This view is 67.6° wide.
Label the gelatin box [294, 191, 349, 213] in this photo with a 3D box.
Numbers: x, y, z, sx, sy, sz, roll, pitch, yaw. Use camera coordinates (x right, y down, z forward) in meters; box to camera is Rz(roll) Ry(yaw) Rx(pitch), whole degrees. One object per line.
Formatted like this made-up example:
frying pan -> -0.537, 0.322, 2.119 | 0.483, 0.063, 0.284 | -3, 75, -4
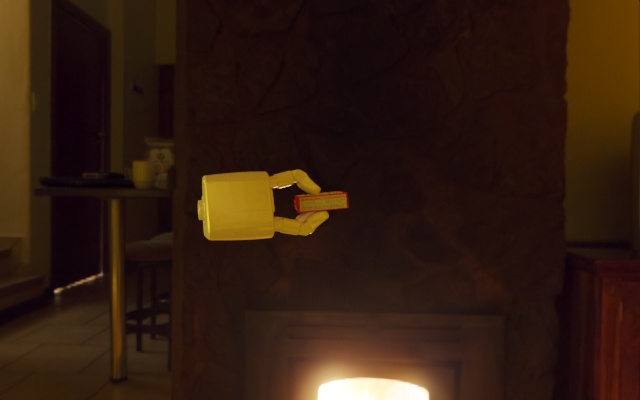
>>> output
gelatin box -> 0.000, 0.002, 0.838 | 0.089, 0.030, 0.073 | -6, 3, -5
